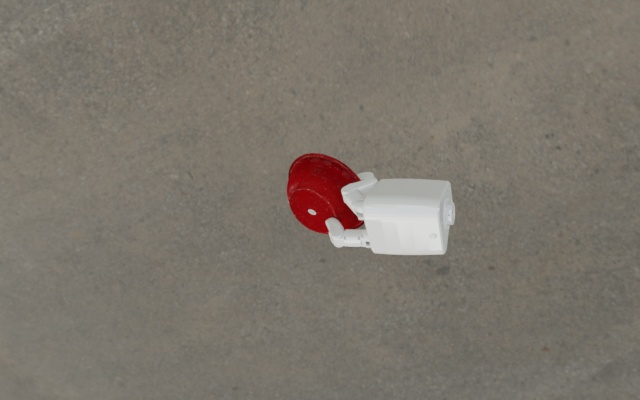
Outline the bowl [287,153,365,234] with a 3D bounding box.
[{"bbox_3d":[-0.001,0.003,0.803,0.162,0.162,0.055,0,35,39],"label":"bowl"}]
